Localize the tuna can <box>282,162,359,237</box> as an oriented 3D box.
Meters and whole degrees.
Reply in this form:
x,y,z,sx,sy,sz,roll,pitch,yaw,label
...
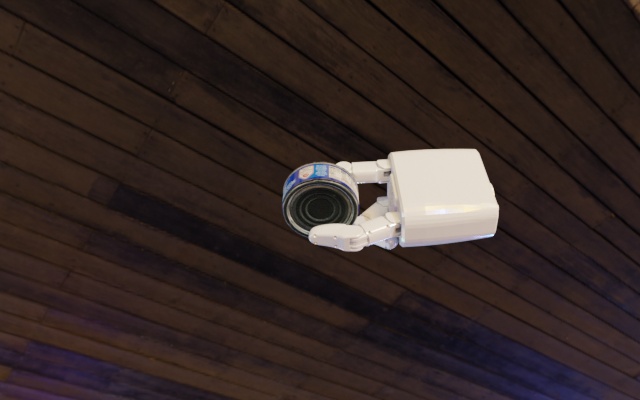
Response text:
x,y,z,sx,sy,sz,roll,pitch,yaw,label
0.000,0.002,0.530,0.086,0.086,0.033,0,38,1,tuna can
